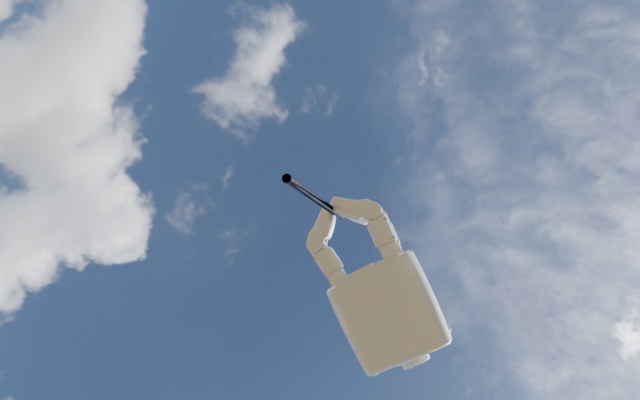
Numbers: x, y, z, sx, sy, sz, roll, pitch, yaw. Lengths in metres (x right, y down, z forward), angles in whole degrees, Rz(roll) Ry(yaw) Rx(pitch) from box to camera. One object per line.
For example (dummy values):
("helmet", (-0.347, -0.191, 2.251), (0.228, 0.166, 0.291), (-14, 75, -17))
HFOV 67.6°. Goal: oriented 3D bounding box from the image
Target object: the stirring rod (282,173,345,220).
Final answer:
("stirring rod", (0.000, 0.002, 0.498), (0.011, 0.011, 0.239), (0, -9, 13))
